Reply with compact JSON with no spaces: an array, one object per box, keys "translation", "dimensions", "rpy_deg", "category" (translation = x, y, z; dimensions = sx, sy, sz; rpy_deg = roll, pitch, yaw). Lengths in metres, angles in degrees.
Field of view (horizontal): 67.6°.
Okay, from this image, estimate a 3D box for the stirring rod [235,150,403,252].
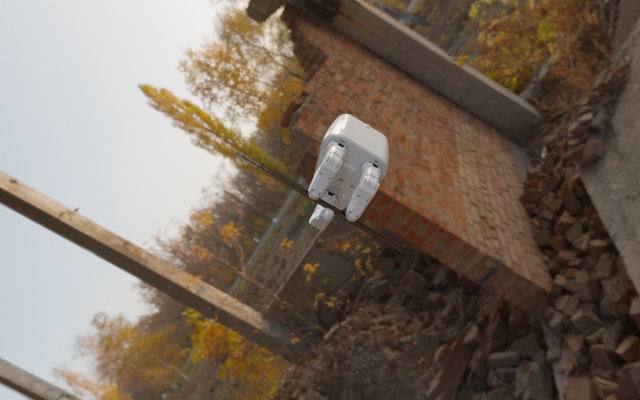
[{"translation":[0.000,0.002,0.598],"dimensions":[0.239,0.011,0.011],"rpy_deg":[30,-3,-5],"category":"stirring rod"}]
